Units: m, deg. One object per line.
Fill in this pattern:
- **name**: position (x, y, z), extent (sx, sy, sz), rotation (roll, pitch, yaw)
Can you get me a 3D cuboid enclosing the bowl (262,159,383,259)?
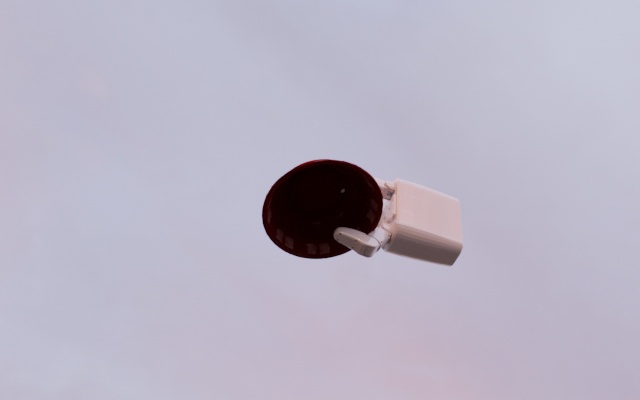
- **bowl**: position (-0.001, 0.001, 0.645), extent (0.162, 0.162, 0.055), rotation (0, 35, -11)
